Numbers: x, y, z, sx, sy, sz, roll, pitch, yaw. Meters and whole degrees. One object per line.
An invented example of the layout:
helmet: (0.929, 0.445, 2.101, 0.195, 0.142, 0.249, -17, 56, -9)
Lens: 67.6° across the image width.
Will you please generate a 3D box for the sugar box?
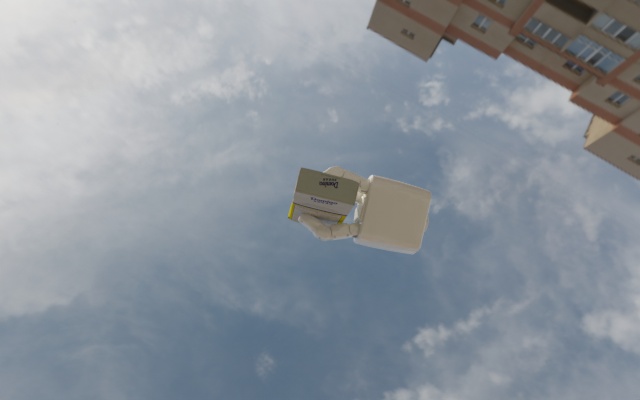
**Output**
sugar box: (0.000, 0.002, 0.782, 0.093, 0.048, 0.176, 14, -20, -4)
